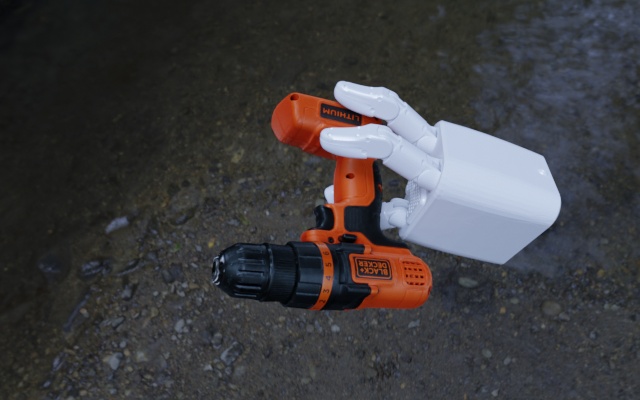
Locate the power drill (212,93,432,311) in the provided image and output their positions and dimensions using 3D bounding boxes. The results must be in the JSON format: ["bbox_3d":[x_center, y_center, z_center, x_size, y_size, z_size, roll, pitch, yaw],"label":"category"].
[{"bbox_3d":[0.000,0.001,0.408,0.184,0.187,0.057,10,-30,-27],"label":"power drill"}]
